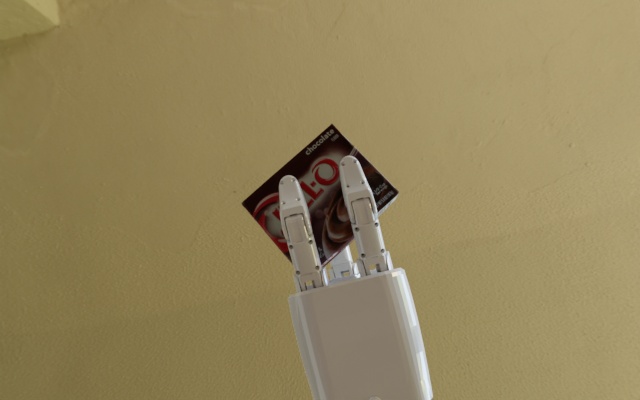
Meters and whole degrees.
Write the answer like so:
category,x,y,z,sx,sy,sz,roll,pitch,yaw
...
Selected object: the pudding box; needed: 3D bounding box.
category,x,y,z,sx,sy,sz,roll,pitch,yaw
pudding box,0.000,0.002,0.434,0.113,0.090,0.039,-41,-13,-5
